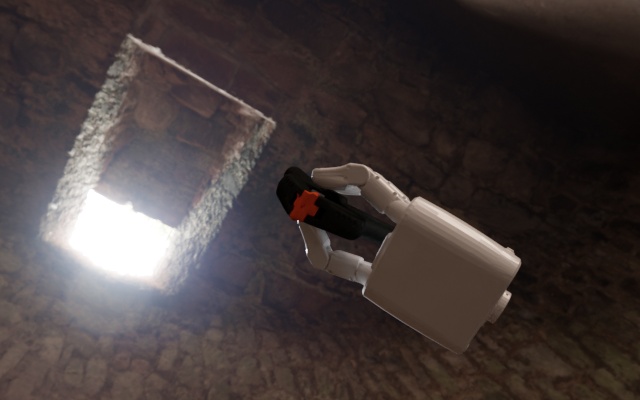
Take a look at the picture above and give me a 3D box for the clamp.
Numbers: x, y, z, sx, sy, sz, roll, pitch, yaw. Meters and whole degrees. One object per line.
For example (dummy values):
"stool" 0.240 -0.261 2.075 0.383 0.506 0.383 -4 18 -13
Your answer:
"clamp" 0.000 0.002 0.496 0.164 0.036 0.210 32 6 18
